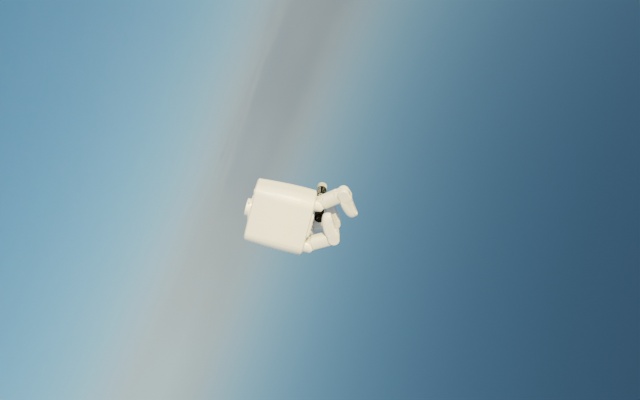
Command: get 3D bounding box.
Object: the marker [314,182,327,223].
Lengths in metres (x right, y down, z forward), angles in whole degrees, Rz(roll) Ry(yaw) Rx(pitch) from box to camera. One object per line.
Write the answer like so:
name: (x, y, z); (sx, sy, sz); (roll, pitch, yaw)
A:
marker: (0.000, 0.003, 0.868); (0.020, 0.020, 0.121); (0, 30, 3)
